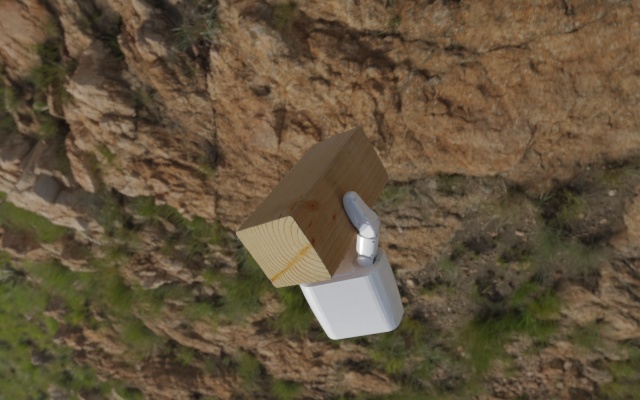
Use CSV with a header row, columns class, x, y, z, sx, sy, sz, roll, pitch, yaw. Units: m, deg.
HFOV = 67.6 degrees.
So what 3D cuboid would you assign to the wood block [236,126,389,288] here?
class,x,y,z,sx,sy,sz,roll,pitch,yaw
wood block,0.000,0.002,0.602,0.091,0.090,0.206,-16,26,37
